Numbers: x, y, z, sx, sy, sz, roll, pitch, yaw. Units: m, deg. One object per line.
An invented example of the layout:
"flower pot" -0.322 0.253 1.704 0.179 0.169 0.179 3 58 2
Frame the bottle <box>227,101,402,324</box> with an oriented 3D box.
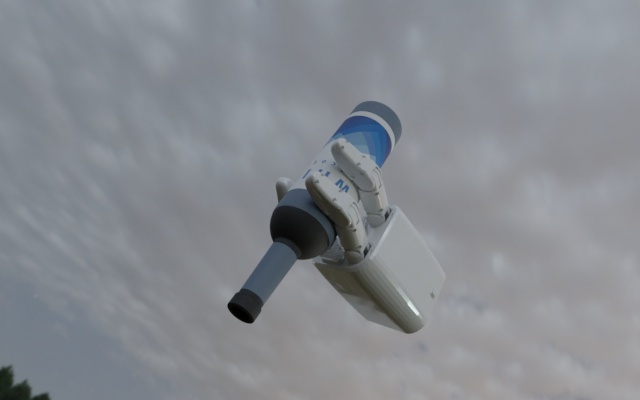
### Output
"bottle" 0.000 0.001 0.494 0.069 0.069 0.295 0 40 37
